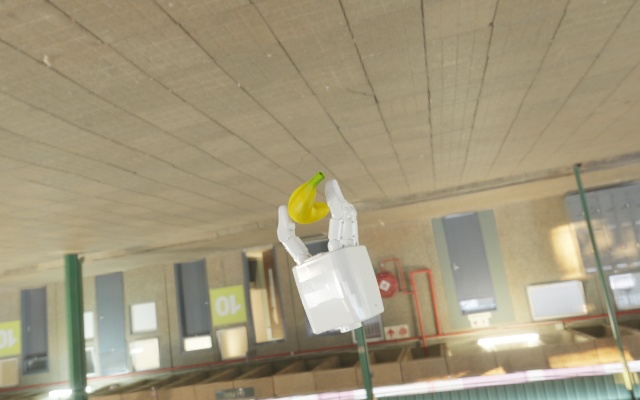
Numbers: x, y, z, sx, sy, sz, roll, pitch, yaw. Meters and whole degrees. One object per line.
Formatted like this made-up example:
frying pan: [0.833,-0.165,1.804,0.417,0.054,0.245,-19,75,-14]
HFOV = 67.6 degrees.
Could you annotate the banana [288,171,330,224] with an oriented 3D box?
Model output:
banana: [-0.017,0.010,0.750,0.069,0.037,0.198,-27,-13,-4]
